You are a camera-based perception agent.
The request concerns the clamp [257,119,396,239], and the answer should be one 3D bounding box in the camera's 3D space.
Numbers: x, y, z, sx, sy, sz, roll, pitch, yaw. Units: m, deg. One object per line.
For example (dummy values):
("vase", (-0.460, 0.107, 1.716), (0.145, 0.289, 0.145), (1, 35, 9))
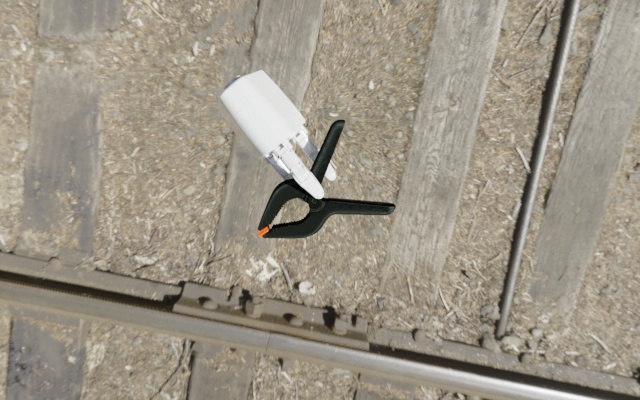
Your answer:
("clamp", (0.000, 0.003, 0.730), (0.210, 0.164, 0.036), (-38, 10, 6))
